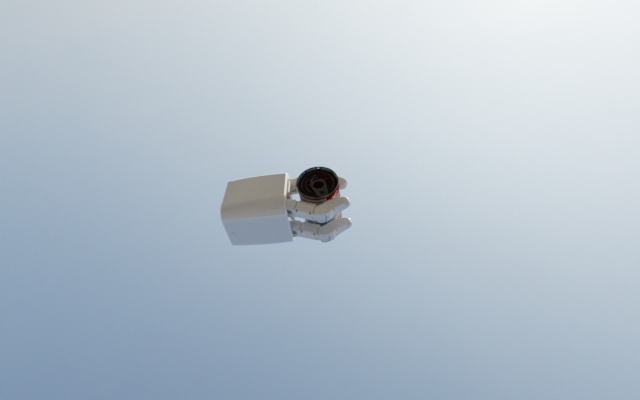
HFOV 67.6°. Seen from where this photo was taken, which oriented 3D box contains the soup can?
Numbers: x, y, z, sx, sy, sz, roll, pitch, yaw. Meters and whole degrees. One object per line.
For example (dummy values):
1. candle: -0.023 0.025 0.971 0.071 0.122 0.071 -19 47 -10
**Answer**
1. soup can: 0.001 0.003 0.796 0.068 0.068 0.102 0 -40 8
